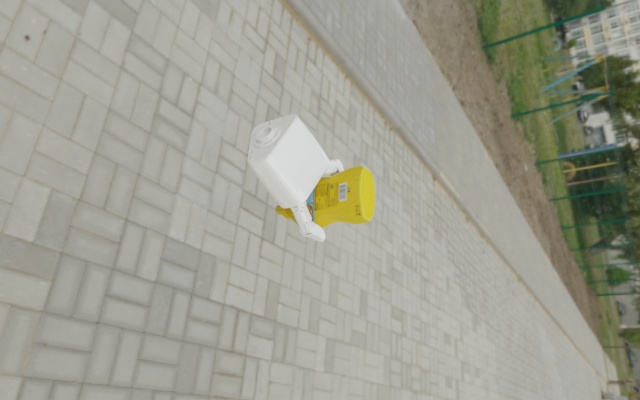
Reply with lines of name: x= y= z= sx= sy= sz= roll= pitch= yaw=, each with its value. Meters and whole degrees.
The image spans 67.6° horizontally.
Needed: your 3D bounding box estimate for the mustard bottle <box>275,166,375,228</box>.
mustard bottle: x=0.001 y=0.003 z=0.847 sx=0.191 sy=0.096 sz=0.058 roll=-11 pitch=-22 yaw=31
